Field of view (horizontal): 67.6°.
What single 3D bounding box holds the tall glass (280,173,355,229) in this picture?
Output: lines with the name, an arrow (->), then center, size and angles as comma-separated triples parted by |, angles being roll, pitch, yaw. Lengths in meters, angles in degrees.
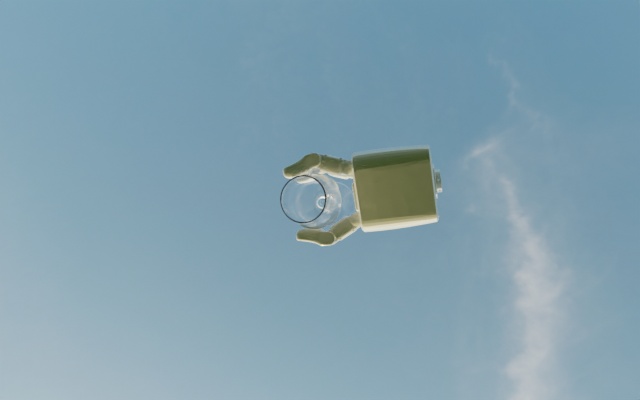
tall glass -> 0.000, 0.002, 0.702 | 0.079, 0.079, 0.201 | 0, -2, 13
